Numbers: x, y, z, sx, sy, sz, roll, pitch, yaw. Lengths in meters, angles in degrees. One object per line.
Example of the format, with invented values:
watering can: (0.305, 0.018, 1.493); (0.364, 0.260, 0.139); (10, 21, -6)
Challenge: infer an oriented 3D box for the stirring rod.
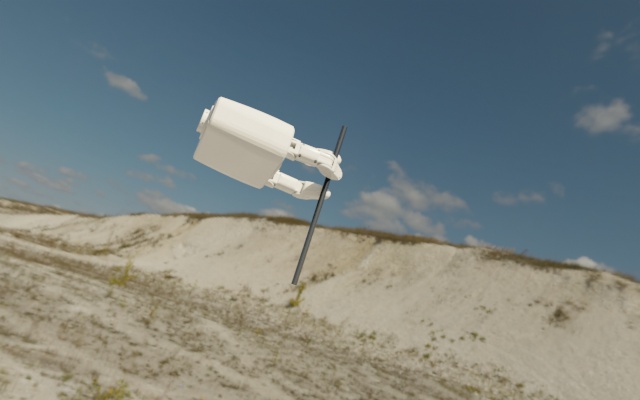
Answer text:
stirring rod: (0.000, 0.002, 0.672); (0.011, 0.239, 0.011); (17, -15, 5)
